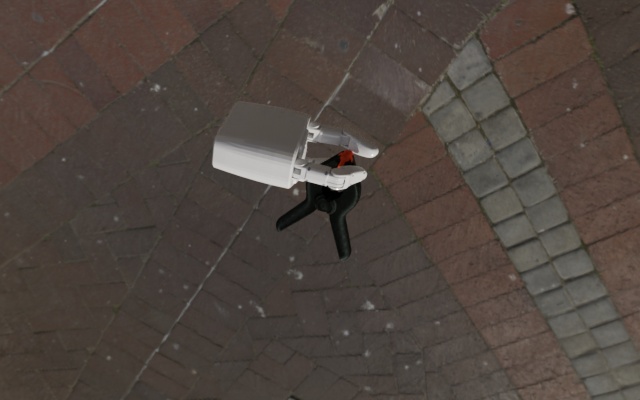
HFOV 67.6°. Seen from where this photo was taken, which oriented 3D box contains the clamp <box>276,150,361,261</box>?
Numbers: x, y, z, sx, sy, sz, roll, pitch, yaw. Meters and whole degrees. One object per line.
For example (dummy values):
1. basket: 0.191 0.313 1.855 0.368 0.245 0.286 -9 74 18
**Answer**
1. clamp: 0.000 0.002 0.683 0.120 0.171 0.039 14 29 4
